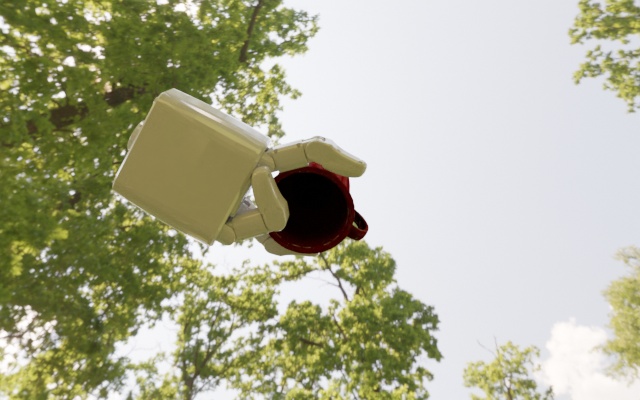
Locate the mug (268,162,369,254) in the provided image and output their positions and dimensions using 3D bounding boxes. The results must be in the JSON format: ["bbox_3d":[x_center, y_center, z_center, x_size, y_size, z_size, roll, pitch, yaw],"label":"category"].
[{"bbox_3d":[0.001,0.002,0.500,0.117,0.093,0.081,29,22,-8],"label":"mug"}]
